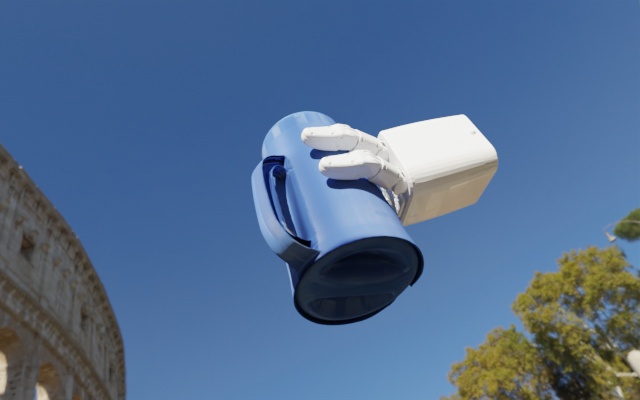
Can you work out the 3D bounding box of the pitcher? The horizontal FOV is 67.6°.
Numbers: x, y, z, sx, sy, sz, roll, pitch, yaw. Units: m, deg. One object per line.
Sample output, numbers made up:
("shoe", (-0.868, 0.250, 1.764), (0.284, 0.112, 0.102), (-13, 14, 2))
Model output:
("pitcher", (0.000, 0.002, 0.533), (0.145, 0.149, 0.242), (-15, 45, -8))
